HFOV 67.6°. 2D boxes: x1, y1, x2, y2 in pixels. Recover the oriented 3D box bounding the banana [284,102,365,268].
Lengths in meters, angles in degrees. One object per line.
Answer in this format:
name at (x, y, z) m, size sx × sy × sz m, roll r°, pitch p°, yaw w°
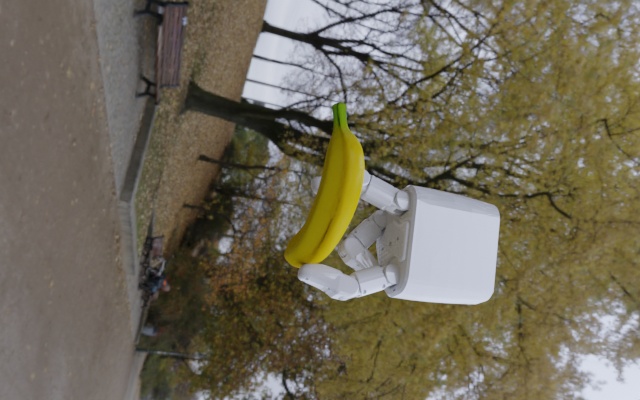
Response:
banana at (0.003, 0.012, 0.442) m, size 0.037 × 0.198 × 0.069 m, roll 9°, pitch 41°, yaw -15°
